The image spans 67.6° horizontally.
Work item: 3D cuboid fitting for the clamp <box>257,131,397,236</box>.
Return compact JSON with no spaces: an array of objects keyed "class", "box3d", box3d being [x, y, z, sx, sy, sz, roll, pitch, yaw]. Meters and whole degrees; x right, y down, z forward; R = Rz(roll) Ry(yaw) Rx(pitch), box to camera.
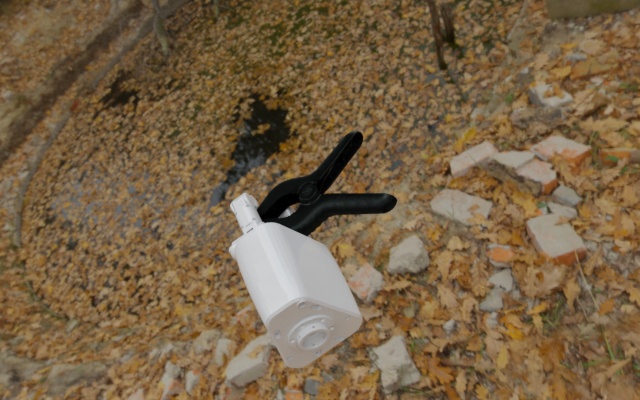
[{"class":"clamp","box3d":[0.000,0.001,0.540,0.171,0.120,0.039,-36,-46,4]}]
